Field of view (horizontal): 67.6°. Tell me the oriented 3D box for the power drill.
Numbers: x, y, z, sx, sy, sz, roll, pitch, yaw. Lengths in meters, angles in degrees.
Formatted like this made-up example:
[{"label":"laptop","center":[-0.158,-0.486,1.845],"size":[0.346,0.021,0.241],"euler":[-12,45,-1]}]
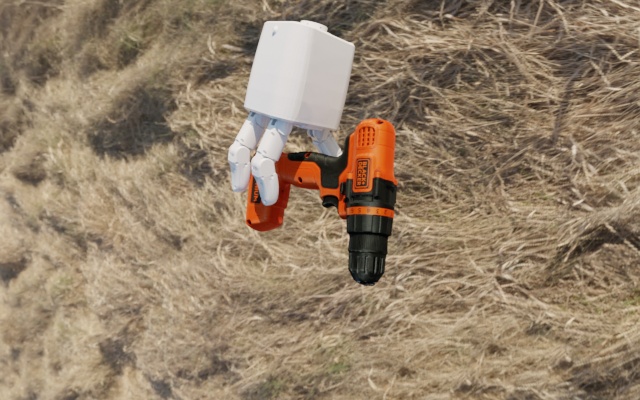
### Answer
[{"label":"power drill","center":[0.000,0.002,0.566],"size":[0.187,0.184,0.057],"euler":[0,-12,32]}]
